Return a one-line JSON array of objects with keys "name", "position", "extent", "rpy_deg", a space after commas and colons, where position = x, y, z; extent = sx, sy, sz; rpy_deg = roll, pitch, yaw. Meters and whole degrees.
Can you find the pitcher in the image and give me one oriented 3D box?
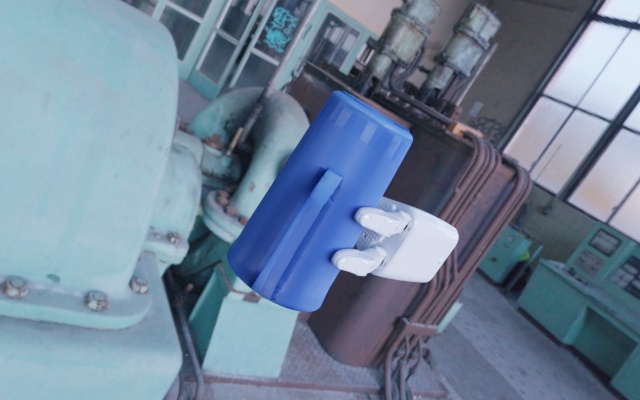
[{"name": "pitcher", "position": [0.000, 0.002, 0.556], "extent": [0.145, 0.243, 0.149], "rpy_deg": [20, 17, -39]}]
